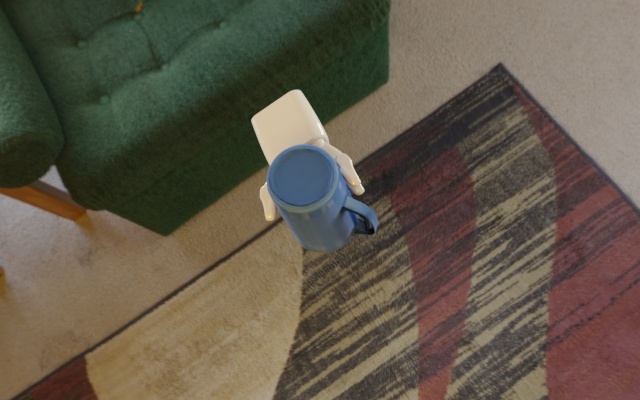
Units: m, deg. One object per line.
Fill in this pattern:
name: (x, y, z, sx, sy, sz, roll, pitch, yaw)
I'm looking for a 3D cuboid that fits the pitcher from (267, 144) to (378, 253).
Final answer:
pitcher: (0.000, 0.002, 0.796, 0.149, 0.145, 0.243, -27, -19, 0)
